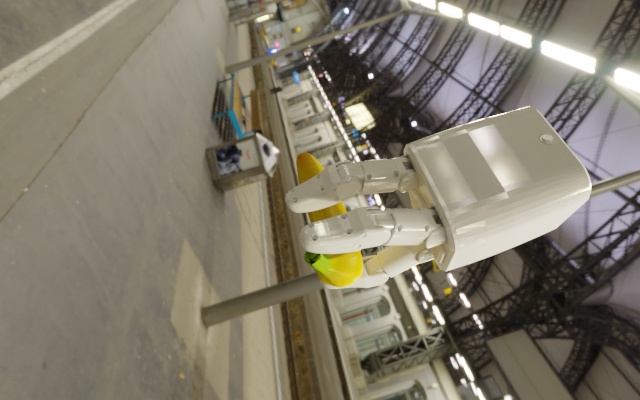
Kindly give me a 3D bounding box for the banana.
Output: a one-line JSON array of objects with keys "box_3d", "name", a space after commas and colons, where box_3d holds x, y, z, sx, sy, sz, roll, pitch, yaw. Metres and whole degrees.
[{"box_3d": [0.007, 0.018, 0.420, 0.037, 0.070, 0.197, -20, 26, 3], "name": "banana"}]
